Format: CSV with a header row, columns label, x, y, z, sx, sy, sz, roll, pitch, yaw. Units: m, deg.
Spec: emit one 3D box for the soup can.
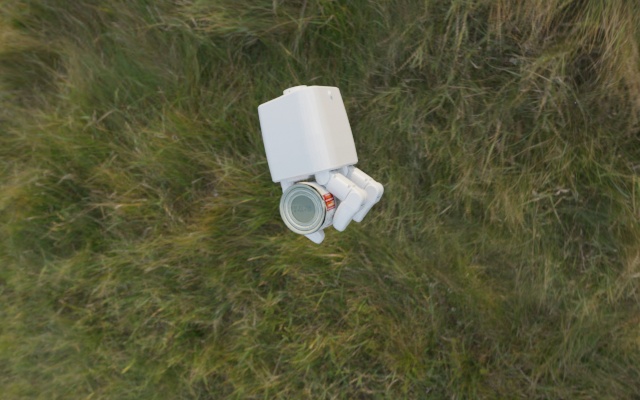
label,x,y,z,sx,sy,sz,roll,pitch,yaw
soup can,0.000,0.003,0.635,0.068,0.068,0.102,0,10,28
